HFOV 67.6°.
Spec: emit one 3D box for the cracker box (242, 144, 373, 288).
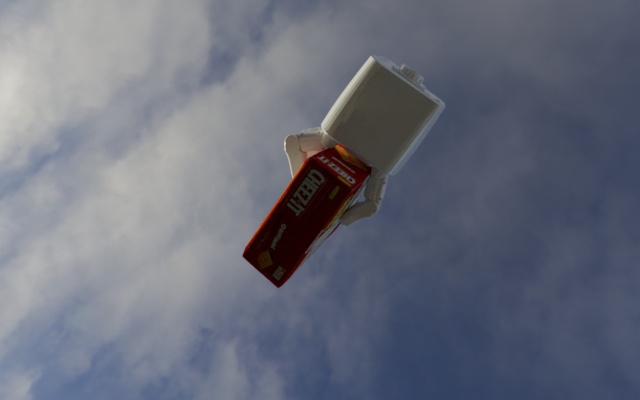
[{"bbox_3d":[0.000,0.002,0.653,0.072,0.164,0.213,38,23,6],"label":"cracker box"}]
